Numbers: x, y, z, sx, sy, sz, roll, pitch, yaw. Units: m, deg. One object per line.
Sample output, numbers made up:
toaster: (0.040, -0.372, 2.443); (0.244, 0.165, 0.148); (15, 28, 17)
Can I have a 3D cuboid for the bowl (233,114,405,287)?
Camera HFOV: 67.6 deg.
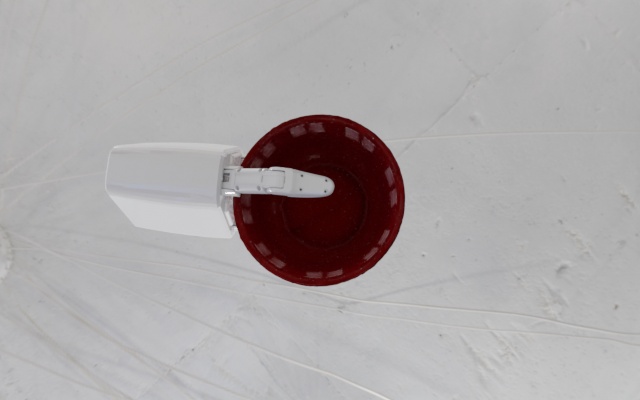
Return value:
bowl: (0.001, 0.002, 0.465); (0.162, 0.162, 0.055); (0, -9, 8)
